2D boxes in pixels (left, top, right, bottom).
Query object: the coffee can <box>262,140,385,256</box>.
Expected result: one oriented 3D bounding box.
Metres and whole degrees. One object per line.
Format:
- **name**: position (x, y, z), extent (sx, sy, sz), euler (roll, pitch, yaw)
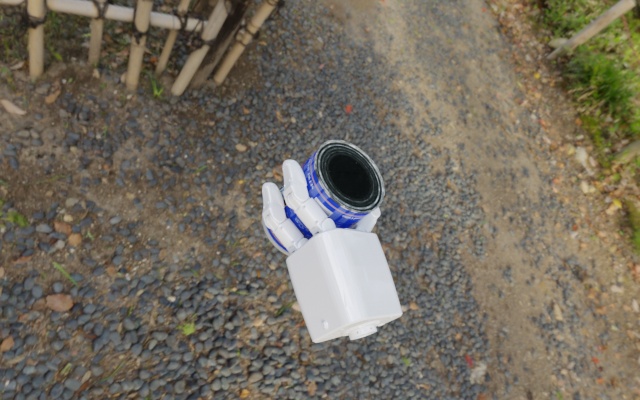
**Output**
- **coffee can**: position (0.000, 0.002, 0.623), extent (0.103, 0.102, 0.140), euler (0, -28, -37)
